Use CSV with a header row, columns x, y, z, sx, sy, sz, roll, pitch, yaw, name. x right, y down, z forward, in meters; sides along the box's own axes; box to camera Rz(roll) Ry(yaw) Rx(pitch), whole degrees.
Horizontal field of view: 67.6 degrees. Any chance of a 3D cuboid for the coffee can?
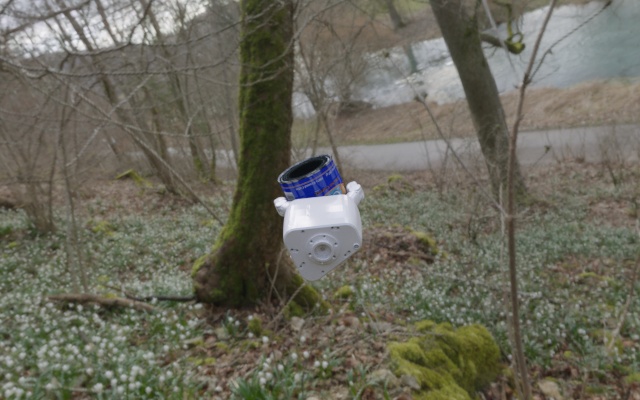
x,y,z,sx,sy,sz,roll,pitch,yaw,name
0.000,0.003,0.845,0.103,0.140,0.102,-22,20,8,coffee can
